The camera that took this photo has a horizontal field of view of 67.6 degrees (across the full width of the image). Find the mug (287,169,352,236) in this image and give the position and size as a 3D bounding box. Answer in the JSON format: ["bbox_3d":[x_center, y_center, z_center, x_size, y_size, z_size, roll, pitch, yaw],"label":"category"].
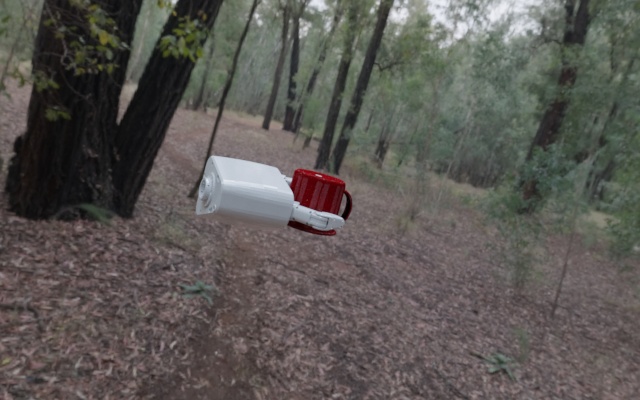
[{"bbox_3d":[0.001,0.002,0.732,0.117,0.081,0.093,11,9,-30],"label":"mug"}]
